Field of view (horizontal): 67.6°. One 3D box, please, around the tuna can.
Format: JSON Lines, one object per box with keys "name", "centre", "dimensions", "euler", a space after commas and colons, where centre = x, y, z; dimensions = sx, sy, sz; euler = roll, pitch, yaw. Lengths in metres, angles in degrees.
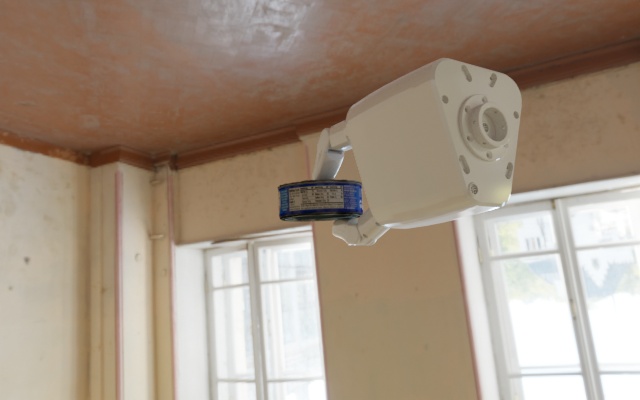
{"name": "tuna can", "centre": [0.000, 0.002, 0.480], "dimensions": [0.086, 0.033, 0.086], "euler": [-2, -6, 0]}
